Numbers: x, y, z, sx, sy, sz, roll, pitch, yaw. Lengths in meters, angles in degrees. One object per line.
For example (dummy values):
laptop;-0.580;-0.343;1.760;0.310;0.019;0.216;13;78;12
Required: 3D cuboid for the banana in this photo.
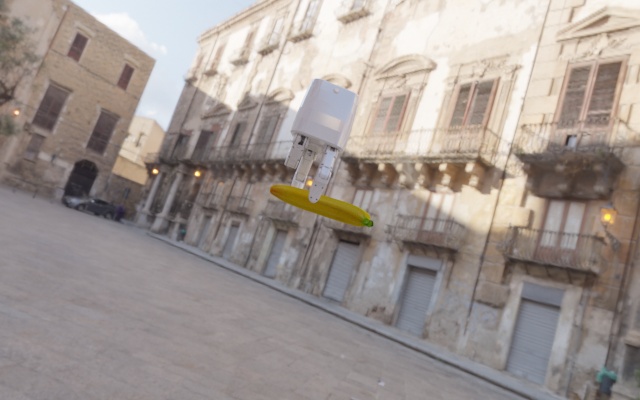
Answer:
banana;0.007;0.008;0.849;0.198;0.037;0.070;17;-9;17
